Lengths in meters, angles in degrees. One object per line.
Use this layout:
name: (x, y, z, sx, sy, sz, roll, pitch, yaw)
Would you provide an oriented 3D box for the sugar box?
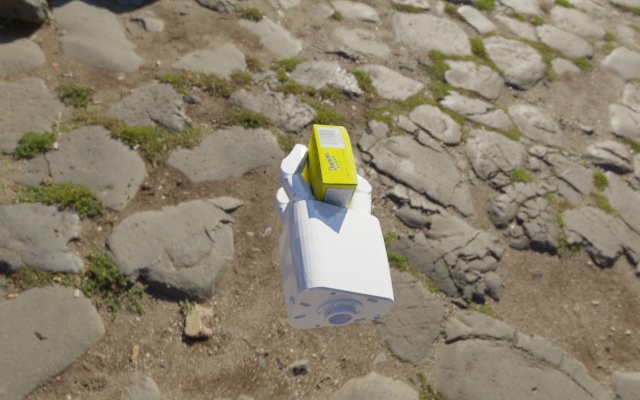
sugar box: (0.000, 0.002, 0.591, 0.048, 0.093, 0.176, 3, -40, -14)
